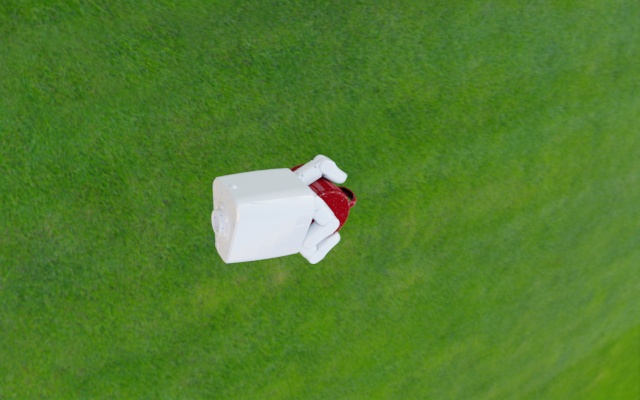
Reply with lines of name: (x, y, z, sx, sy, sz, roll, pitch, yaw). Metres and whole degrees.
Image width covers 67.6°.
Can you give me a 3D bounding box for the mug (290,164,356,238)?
mug: (0.001, 0.002, 0.713, 0.117, 0.093, 0.081, -8, 32, -29)
